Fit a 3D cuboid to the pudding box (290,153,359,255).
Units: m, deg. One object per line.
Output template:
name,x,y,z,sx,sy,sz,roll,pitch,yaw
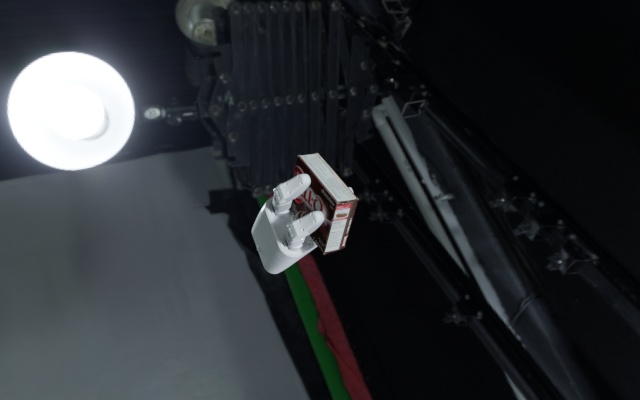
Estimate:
pudding box,0.000,0.002,0.651,0.039,0.090,0.113,-13,44,-30
